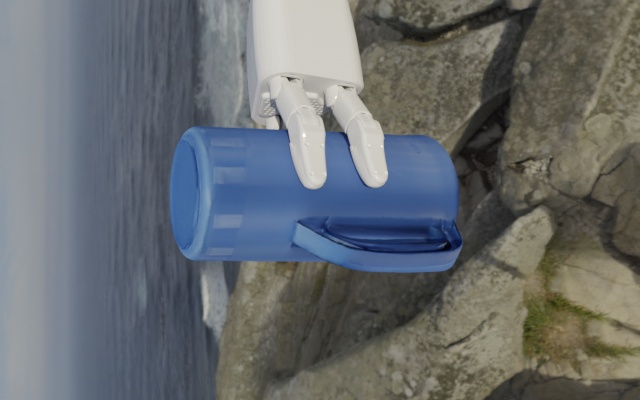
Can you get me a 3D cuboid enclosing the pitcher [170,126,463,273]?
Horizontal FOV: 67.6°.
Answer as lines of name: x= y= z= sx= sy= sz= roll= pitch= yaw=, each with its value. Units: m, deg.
pitcher: x=0.000 y=0.001 z=0.430 sx=0.243 sy=0.145 sz=0.149 roll=1 pitch=-13 yaw=-29
